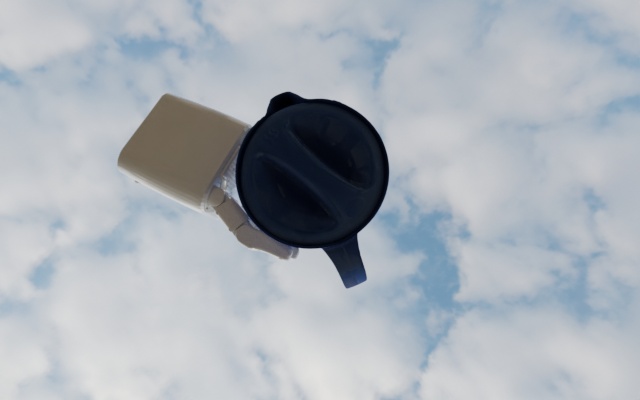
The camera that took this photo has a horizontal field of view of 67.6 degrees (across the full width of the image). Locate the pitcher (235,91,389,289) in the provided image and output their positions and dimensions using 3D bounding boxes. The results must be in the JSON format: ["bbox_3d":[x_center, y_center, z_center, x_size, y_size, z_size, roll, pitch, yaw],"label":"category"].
[{"bbox_3d":[0.000,0.002,0.521,0.145,0.149,0.243,21,-7,5],"label":"pitcher"}]
